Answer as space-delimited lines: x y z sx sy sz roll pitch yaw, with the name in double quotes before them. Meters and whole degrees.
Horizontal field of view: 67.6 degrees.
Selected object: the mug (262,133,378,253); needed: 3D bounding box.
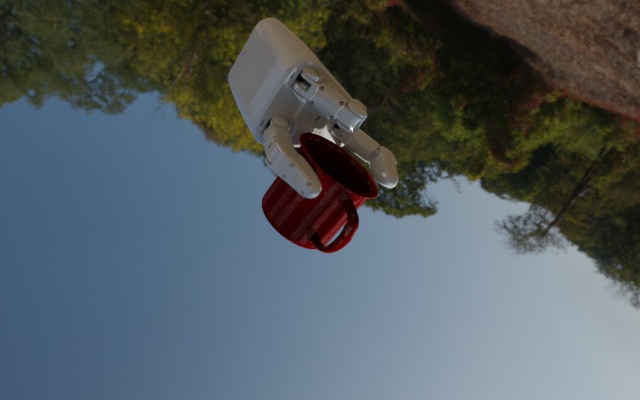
"mug" 0.001 0.003 0.463 0.093 0.081 0.117 18 31 -41
